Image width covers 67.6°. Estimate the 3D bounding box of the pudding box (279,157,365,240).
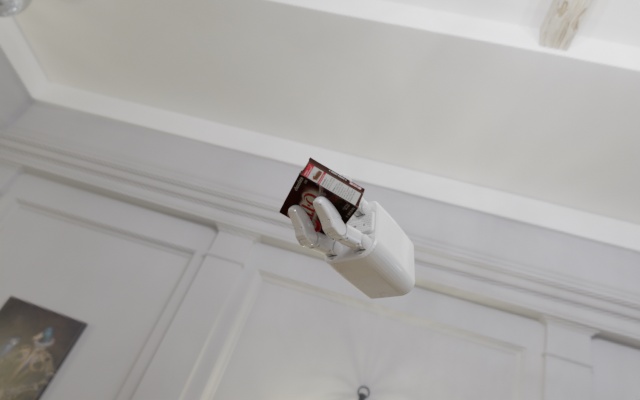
[{"bbox_3d":[0.000,0.002,0.667,0.090,0.039,0.113,29,-37,-2],"label":"pudding box"}]
